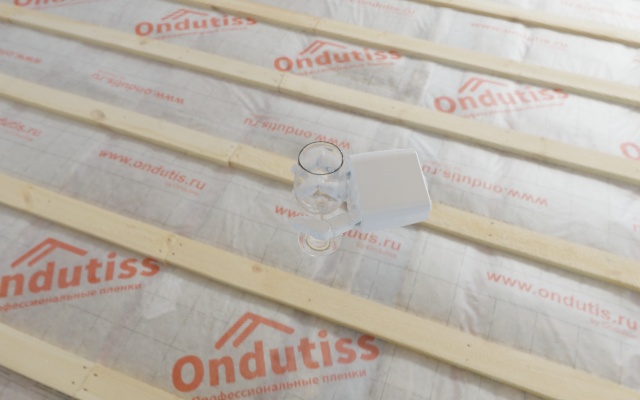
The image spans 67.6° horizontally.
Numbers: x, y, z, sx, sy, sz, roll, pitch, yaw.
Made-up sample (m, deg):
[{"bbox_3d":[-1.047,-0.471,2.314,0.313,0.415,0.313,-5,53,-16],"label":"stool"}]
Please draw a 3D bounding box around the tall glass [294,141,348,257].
[{"bbox_3d":[0.000,0.003,0.719,0.079,0.079,0.201,0,-37,0],"label":"tall glass"}]
